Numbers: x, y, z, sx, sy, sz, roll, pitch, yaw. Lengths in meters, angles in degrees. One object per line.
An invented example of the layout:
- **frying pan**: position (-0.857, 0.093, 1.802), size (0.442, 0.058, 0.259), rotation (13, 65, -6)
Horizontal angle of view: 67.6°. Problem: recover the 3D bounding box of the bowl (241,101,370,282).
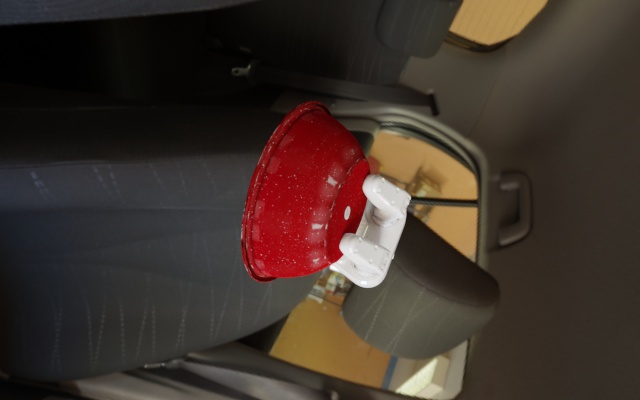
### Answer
- **bowl**: position (0.000, 0.001, 0.403), size (0.055, 0.162, 0.162), rotation (18, 7, 21)
